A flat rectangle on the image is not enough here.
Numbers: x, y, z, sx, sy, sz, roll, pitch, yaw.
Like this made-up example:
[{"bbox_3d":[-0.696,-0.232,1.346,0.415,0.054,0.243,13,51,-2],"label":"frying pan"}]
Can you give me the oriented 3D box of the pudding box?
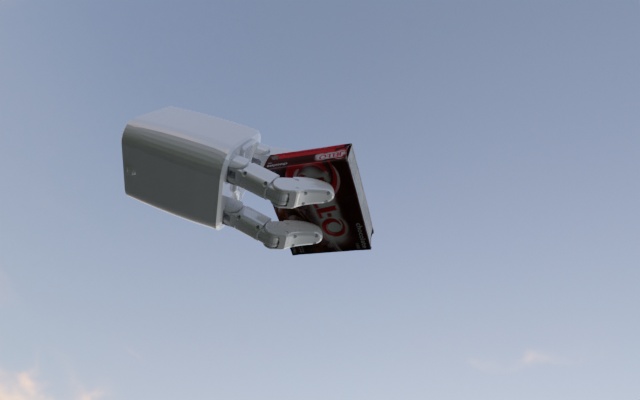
[{"bbox_3d":[0.000,0.002,0.492,0.090,0.114,0.039,-6,35,19],"label":"pudding box"}]
